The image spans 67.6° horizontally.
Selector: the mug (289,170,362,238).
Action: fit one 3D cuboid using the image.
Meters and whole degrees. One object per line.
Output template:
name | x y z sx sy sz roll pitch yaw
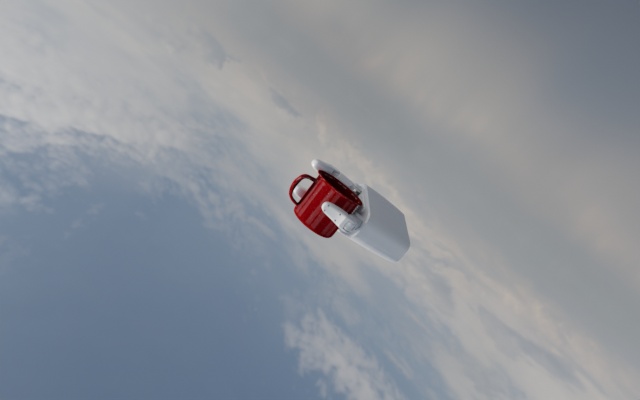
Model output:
mug | -0.001 0.002 0.794 0.117 0.081 0.093 33 13 -23
